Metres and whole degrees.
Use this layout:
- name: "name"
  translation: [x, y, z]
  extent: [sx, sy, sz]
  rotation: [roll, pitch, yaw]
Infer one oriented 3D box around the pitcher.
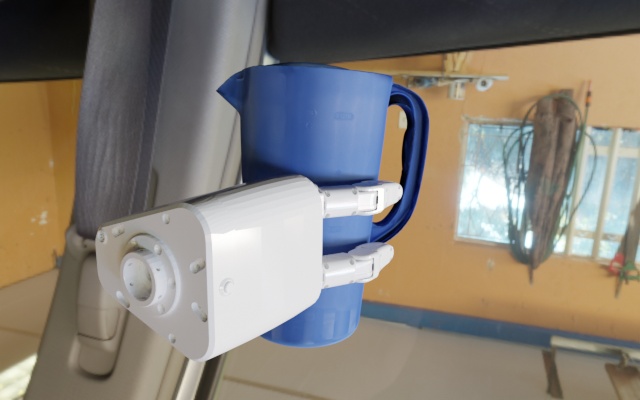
- name: "pitcher"
  translation: [0.000, 0.001, 0.436]
  extent: [0.149, 0.243, 0.145]
  rotation: [11, 14, 32]
